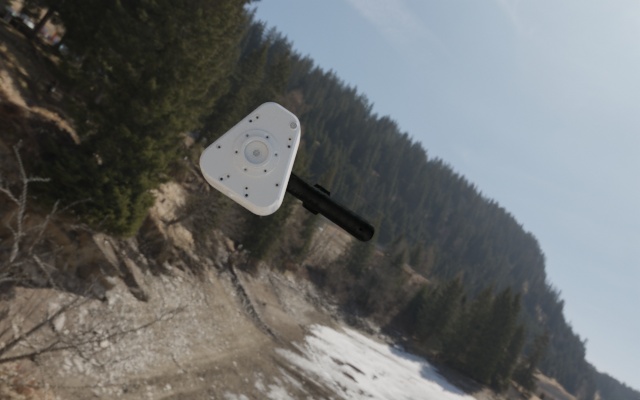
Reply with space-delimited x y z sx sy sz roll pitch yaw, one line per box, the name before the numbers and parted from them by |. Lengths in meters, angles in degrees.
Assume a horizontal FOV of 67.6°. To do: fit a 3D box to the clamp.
clamp | 0.000 0.001 0.612 0.171 0.039 0.120 31 -6 -5
